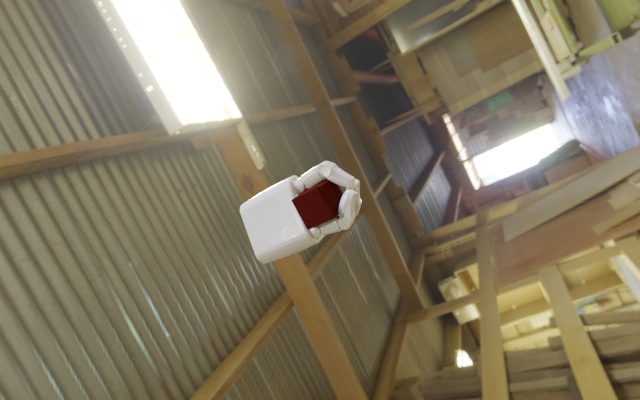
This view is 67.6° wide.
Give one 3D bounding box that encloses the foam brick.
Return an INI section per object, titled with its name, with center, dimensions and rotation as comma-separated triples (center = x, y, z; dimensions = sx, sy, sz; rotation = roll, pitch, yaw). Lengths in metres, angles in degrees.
[foam brick]
center = 0.000, 0.002, 0.732
dimensions = 0.051, 0.053, 0.078
rotation = -26, 6, 23
